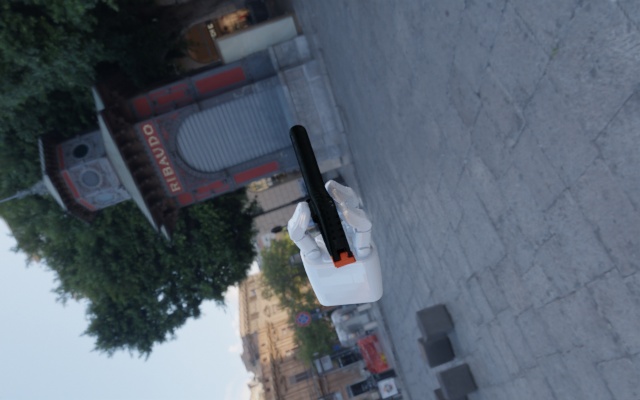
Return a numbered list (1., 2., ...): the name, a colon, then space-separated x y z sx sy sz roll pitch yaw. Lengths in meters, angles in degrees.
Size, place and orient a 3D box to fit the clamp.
1. clamp: 0.000 0.003 0.666 0.036 0.165 0.209 -18 40 -5
